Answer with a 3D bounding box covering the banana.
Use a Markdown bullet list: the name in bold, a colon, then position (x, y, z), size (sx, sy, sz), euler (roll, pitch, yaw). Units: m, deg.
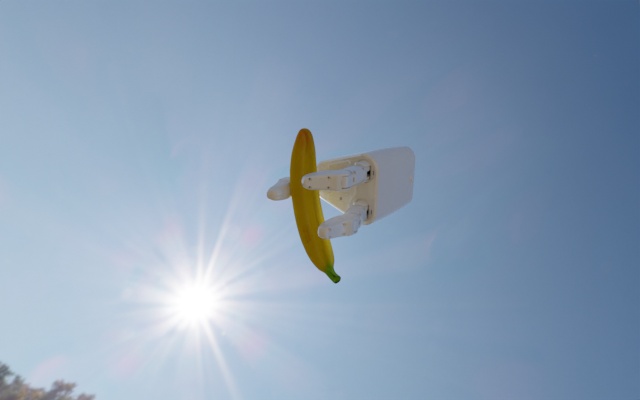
- **banana**: position (-0.010, 0.008, 0.622), size (0.037, 0.198, 0.069), euler (-14, 0, -35)
